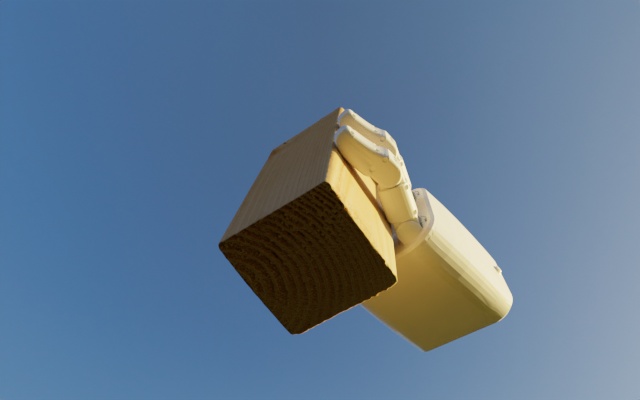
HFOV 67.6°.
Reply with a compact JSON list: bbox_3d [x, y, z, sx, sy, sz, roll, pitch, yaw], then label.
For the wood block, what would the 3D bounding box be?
[{"bbox_3d":[0.000,0.002,0.408,0.091,0.090,0.206,-31,17,17],"label":"wood block"}]
